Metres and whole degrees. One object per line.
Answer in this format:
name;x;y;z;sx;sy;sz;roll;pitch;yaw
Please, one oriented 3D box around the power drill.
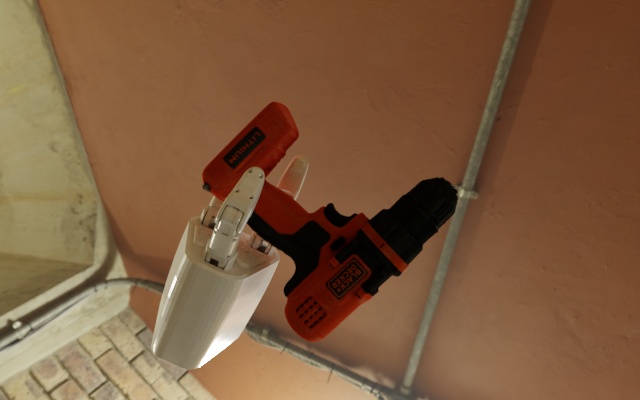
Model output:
power drill;0.000;0.001;0.427;0.184;0.187;0.057;-43;-15;2
